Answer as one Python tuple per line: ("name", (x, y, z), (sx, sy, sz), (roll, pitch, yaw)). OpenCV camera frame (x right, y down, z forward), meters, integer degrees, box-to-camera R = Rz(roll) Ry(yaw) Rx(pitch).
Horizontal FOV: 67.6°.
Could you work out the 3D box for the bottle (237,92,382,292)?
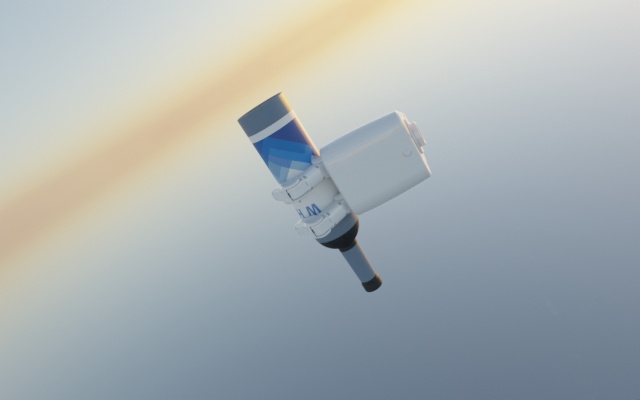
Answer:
("bottle", (0.000, 0.002, 0.632), (0.069, 0.296, 0.069), (-29, 17, 10))
